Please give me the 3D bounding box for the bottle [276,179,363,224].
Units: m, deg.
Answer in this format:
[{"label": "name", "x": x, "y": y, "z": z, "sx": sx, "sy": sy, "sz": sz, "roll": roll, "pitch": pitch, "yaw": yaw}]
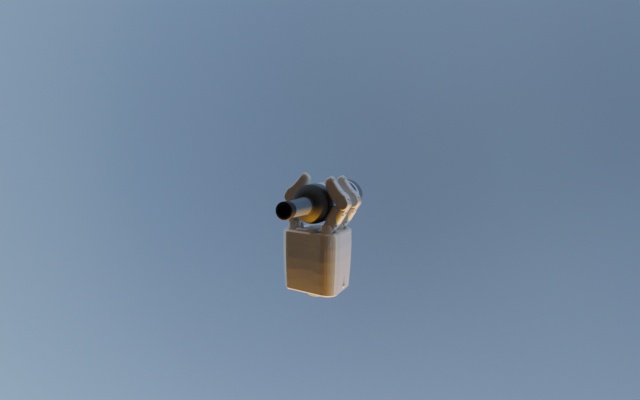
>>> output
[{"label": "bottle", "x": 0.000, "y": 0.003, "z": 0.823, "sx": 0.069, "sy": 0.069, "sz": 0.295, "roll": 0, "pitch": 5, "yaw": 21}]
